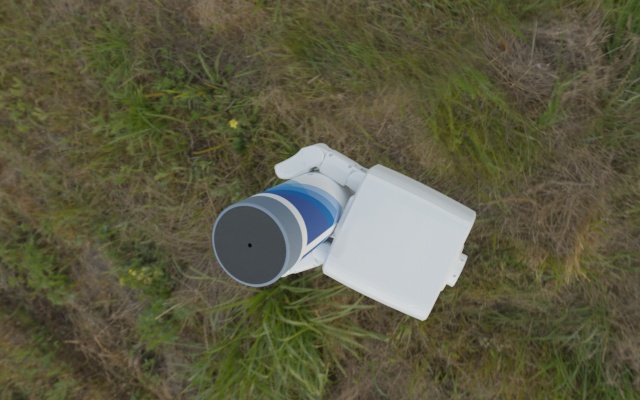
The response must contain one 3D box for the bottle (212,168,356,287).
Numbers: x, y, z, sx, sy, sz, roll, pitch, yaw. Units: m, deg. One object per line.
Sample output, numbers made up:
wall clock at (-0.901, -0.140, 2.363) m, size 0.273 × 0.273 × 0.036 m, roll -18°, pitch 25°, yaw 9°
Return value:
bottle at (0.000, 0.002, 0.491) m, size 0.069 × 0.069 × 0.295 m, roll 0°, pitch 13°, yaw 22°
